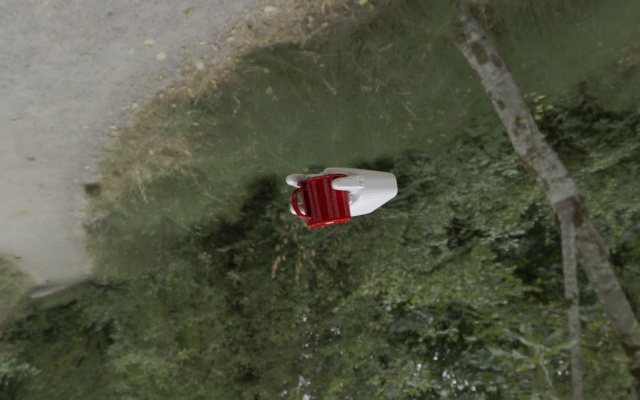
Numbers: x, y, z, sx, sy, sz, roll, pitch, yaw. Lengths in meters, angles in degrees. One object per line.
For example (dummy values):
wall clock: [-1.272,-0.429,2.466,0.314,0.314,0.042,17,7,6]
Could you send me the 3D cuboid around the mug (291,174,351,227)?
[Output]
mug: [-0.001,0.003,0.850,0.117,0.081,0.093,-5,-8,-39]
